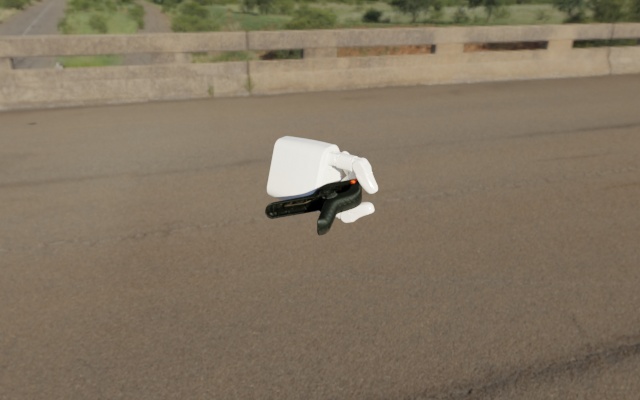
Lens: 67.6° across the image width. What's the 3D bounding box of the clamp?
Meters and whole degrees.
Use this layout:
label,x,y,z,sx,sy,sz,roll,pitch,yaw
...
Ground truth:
label,x,y,z,sx,sy,sz,roll,pitch,yaw
clamp,0.000,0.002,0.749,0.120,0.039,0.171,17,28,29
